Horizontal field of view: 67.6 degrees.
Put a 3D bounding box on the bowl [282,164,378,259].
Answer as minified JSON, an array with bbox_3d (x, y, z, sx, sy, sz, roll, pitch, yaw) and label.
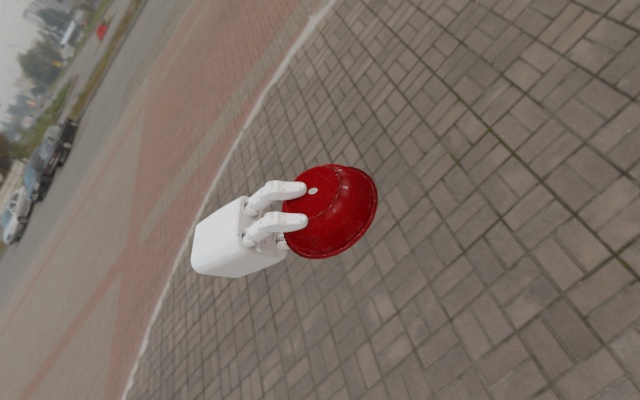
[{"bbox_3d":[0.001,0.001,0.699,0.162,0.162,0.055,0,-32,34],"label":"bowl"}]
